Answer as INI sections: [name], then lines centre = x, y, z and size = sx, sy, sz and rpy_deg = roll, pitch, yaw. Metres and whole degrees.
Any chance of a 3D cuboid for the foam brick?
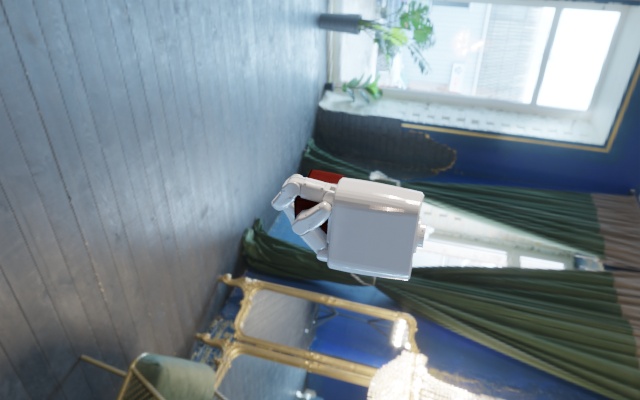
[foam brick]
centre = 0.000, 0.002, 0.650
size = 0.051, 0.053, 0.078
rpy_deg = 9, 37, 13
